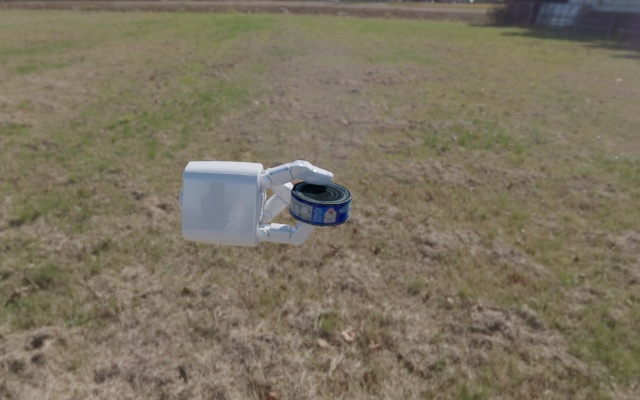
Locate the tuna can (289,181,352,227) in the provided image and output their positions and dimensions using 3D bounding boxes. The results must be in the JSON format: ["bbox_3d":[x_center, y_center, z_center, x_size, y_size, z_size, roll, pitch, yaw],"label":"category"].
[{"bbox_3d":[0.000,0.002,0.661,0.086,0.034,0.086,6,23,-3],"label":"tuna can"}]
